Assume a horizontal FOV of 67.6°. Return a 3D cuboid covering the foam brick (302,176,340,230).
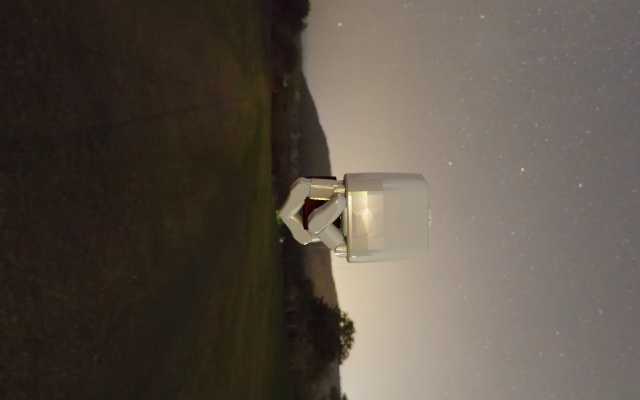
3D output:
[{"bbox_3d":[0.000,0.002,0.677,0.051,0.053,0.078,-3,23,-1],"label":"foam brick"}]
